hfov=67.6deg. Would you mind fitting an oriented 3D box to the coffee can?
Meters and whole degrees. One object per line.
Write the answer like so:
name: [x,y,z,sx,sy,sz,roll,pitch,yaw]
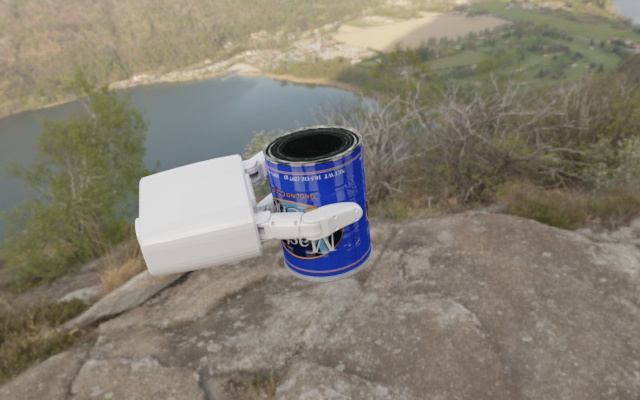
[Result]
coffee can: [0.000,0.002,0.518,0.103,0.140,0.102,-6,28,3]
